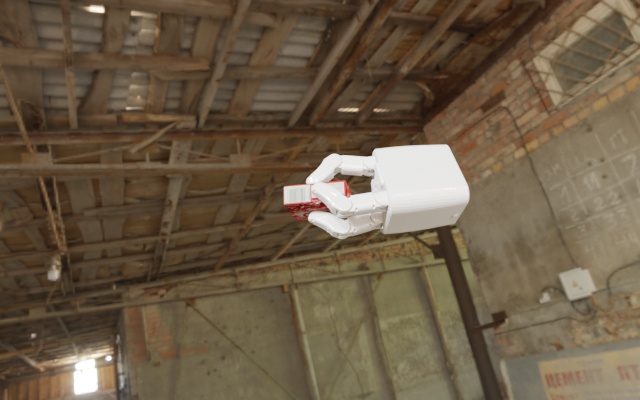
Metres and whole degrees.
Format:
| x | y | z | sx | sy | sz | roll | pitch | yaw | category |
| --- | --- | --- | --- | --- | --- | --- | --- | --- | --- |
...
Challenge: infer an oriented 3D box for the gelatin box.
| x | y | z | sx | sy | sz | roll | pitch | yaw | category |
| --- | --- | --- | --- | --- | --- | --- | --- | --- | --- |
| 0.000 | 0.002 | 0.668 | 0.089 | 0.030 | 0.073 | -5 | -21 | 10 | gelatin box |
